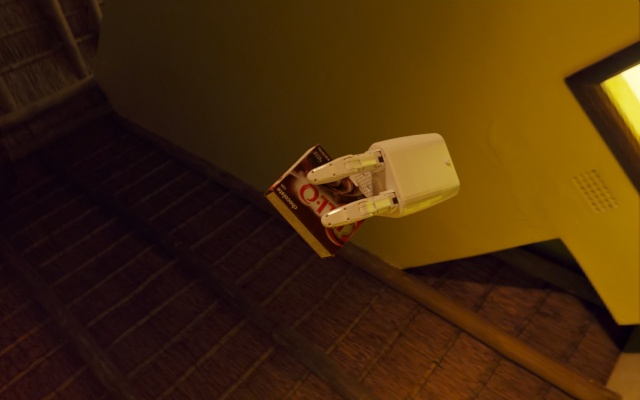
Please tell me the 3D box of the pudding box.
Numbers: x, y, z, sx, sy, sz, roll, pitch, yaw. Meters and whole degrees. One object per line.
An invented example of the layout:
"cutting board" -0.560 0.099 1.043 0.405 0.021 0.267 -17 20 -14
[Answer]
"pudding box" 0.000 0.002 0.593 0.090 0.113 0.039 -47 9 -28
